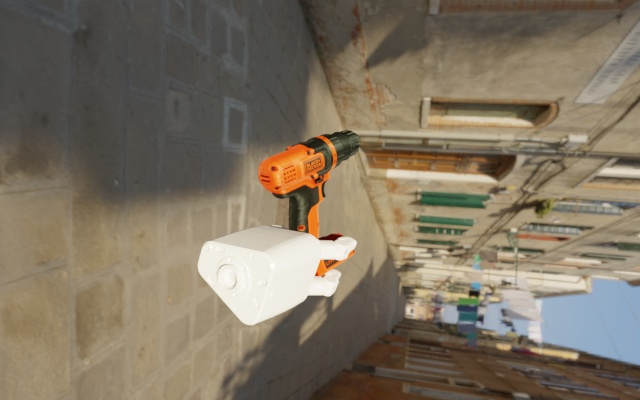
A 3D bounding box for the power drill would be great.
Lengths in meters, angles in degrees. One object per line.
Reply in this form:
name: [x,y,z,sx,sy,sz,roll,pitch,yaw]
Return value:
power drill: [0.000,0.003,0.687,0.184,0.188,0.057,-26,25,-39]
